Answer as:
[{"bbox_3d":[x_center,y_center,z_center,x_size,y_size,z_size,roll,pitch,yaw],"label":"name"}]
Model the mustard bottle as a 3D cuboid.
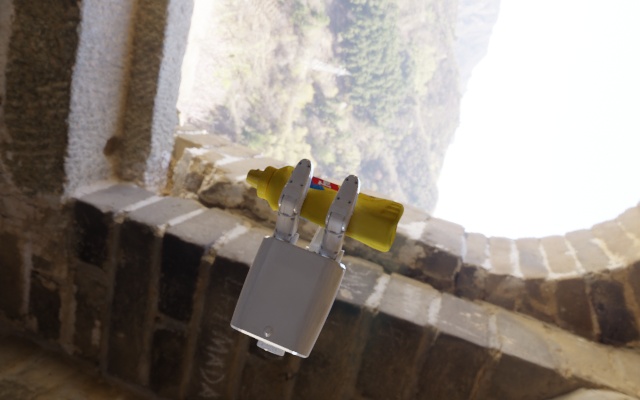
[{"bbox_3d":[0.000,0.002,0.569,0.191,0.058,0.096,19,11,11],"label":"mustard bottle"}]
